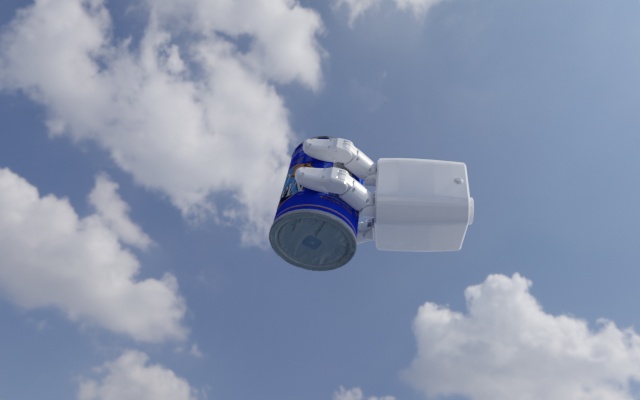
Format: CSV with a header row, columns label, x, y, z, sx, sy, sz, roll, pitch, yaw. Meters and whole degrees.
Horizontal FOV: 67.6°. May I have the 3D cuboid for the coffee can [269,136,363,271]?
label,x,y,z,sx,sy,sz,roll,pitch,yaw
coffee can,0.000,0.002,0.600,0.103,0.103,0.140,0,44,11
